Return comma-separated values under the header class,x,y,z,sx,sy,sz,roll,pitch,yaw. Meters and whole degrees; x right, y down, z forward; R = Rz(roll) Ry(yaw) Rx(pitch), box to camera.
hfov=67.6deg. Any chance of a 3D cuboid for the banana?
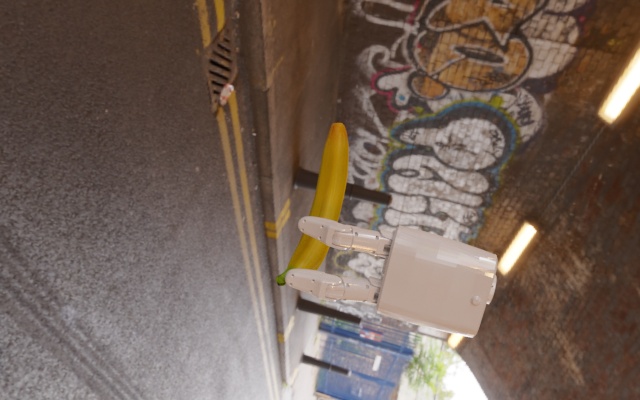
class,x,y,z,sx,sy,sz,roll,pitch,yaw
banana,0.002,0.010,0.559,0.037,0.197,0.070,15,-12,14
